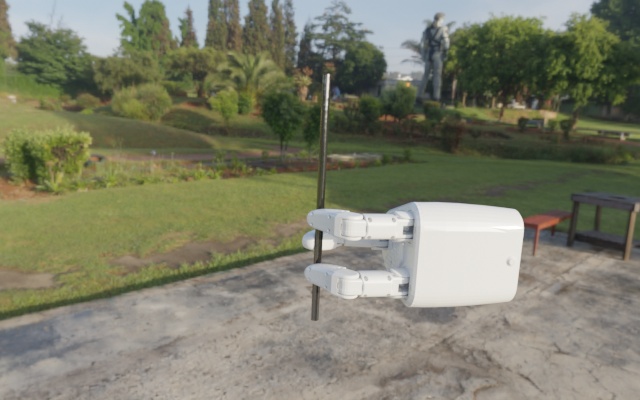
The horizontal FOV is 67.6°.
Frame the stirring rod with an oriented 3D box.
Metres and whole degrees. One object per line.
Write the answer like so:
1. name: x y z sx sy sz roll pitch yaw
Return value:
1. stirring rod: 0.000 0.002 0.462 0.011 0.239 0.011 3 10 0
